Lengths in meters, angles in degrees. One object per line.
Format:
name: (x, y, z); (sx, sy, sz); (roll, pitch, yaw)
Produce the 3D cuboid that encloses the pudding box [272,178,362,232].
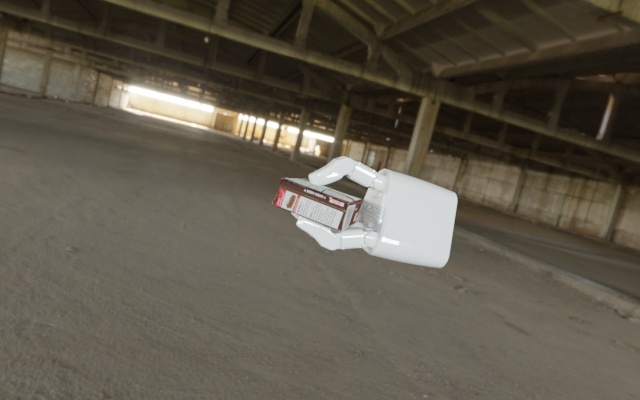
pudding box: (0.000, 0.002, 0.602); (0.090, 0.039, 0.113); (20, 5, 11)
